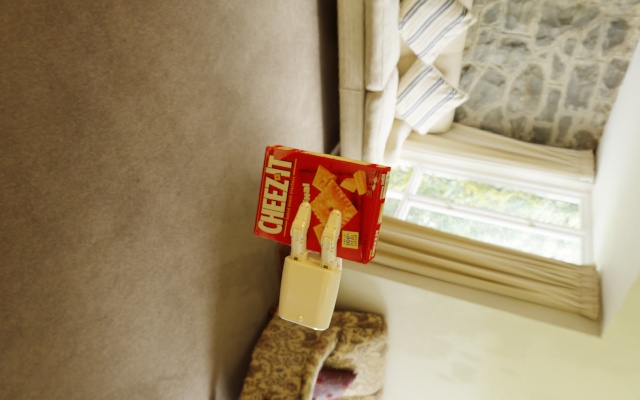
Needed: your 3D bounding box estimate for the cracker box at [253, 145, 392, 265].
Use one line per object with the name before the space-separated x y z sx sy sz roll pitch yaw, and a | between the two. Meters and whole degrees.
cracker box | 0.000 0.003 0.825 0.213 0.164 0.072 13 10 18
